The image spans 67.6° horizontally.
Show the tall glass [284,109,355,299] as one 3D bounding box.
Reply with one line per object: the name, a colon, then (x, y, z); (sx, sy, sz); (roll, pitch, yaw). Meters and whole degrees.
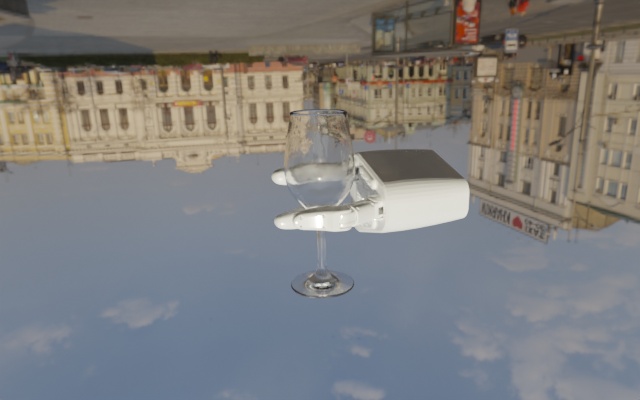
tall glass: (0.000, 0.002, 0.532); (0.079, 0.201, 0.079); (-2, 16, 0)
